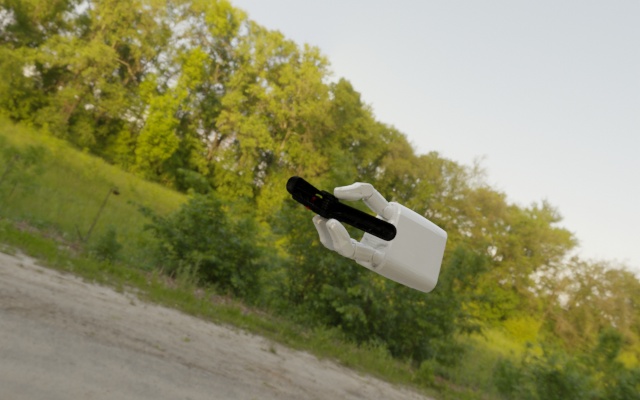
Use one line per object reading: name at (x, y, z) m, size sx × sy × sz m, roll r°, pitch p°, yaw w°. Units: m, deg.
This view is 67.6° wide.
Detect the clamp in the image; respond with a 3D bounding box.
clamp at (0.000, 0.002, 0.705) m, size 0.164 × 0.036 × 0.210 m, roll 28°, pitch -4°, yaw -22°
